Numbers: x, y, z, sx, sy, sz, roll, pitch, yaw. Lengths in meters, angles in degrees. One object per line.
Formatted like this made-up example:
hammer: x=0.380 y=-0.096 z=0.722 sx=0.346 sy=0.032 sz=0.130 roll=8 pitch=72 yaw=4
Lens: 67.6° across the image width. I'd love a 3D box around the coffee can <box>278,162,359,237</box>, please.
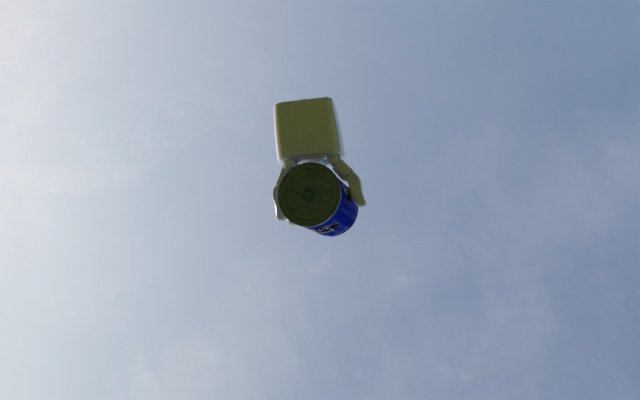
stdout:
coffee can: x=0.000 y=0.003 z=0.803 sx=0.103 sy=0.103 sz=0.140 roll=0 pitch=-11 yaw=16
